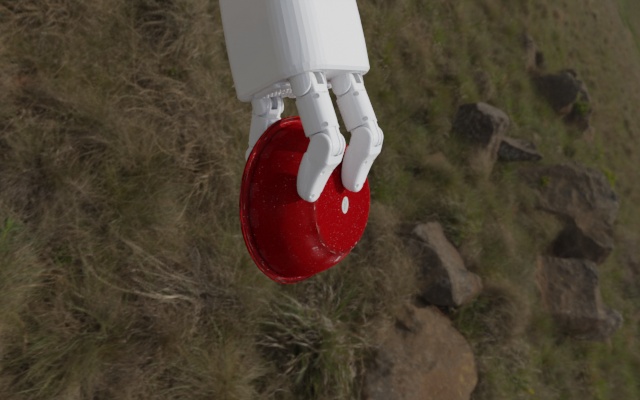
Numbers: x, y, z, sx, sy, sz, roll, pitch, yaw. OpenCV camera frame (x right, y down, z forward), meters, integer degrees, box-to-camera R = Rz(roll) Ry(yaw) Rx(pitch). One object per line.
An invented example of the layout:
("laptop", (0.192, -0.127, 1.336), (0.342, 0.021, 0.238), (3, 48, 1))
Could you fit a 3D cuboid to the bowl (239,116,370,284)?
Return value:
("bowl", (0.001, 0.003, 0.447), (0.055, 0.162, 0.162), (4, 3, 36))
